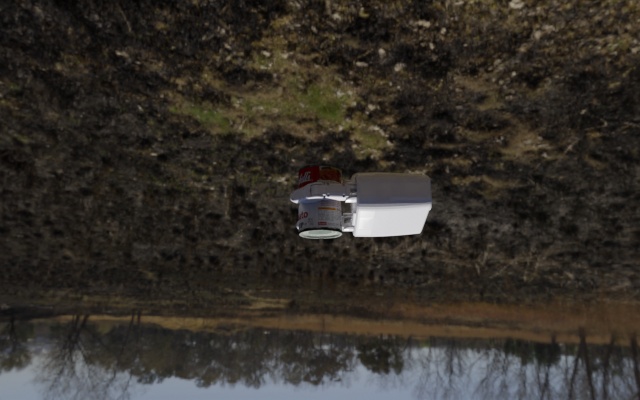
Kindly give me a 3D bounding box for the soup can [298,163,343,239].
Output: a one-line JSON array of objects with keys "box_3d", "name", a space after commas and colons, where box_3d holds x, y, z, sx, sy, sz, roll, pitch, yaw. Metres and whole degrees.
[{"box_3d": [0.000, 0.003, 0.727, 0.068, 0.102, 0.068, 0, -15, 0], "name": "soup can"}]
